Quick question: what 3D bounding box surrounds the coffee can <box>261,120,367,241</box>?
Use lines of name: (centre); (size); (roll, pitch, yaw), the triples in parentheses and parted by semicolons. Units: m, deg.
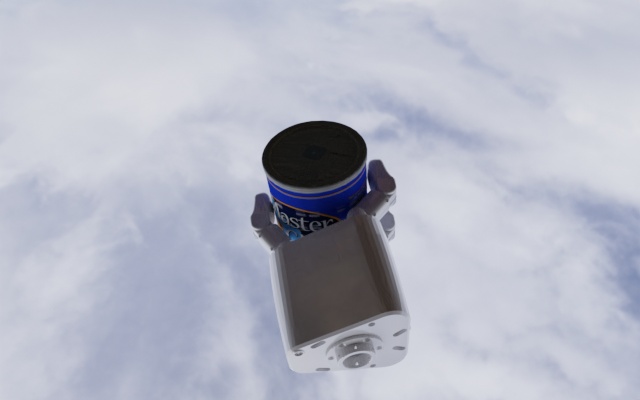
coffee can: (0.000, 0.001, 0.509); (0.103, 0.102, 0.140); (0, -44, 7)
